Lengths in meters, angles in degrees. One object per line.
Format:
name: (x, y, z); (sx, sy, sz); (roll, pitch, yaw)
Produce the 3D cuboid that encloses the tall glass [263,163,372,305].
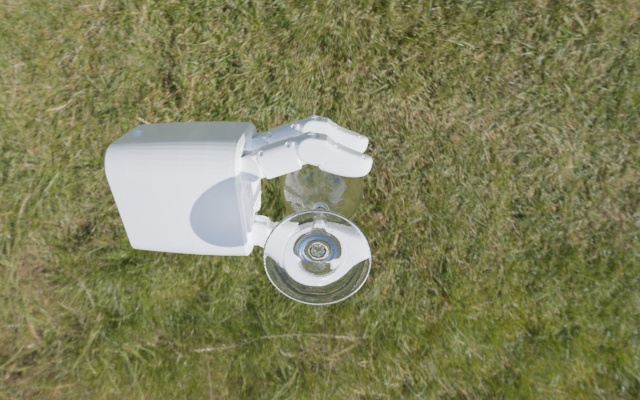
tall glass: (0.000, 0.002, 0.414); (0.079, 0.079, 0.201); (0, 23, 2)
